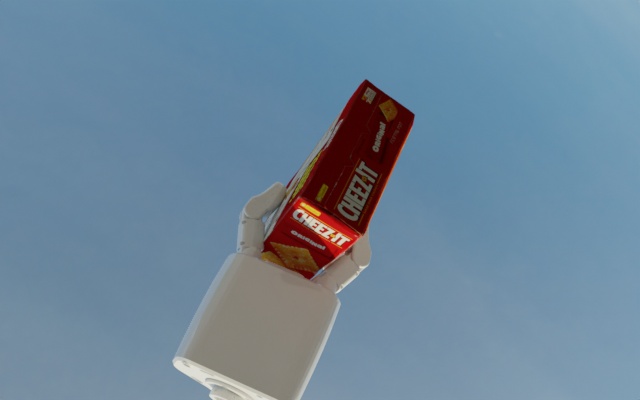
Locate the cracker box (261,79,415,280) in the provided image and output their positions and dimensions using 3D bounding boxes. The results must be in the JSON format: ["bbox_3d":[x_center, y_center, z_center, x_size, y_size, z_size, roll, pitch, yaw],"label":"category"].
[{"bbox_3d":[0.000,0.002,0.512,0.072,0.164,0.214,32,-35,-7],"label":"cracker box"}]
